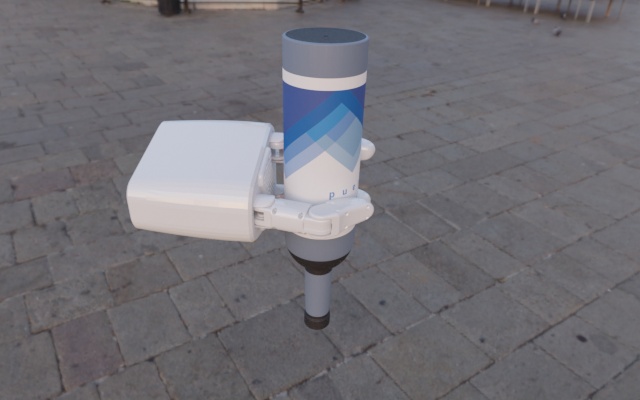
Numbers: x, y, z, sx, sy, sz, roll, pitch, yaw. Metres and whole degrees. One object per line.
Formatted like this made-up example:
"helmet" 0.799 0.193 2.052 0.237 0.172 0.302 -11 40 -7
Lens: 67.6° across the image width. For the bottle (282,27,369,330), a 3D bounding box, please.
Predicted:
"bottle" 0.000 0.001 0.437 0.069 0.296 0.069 1 30 -1
